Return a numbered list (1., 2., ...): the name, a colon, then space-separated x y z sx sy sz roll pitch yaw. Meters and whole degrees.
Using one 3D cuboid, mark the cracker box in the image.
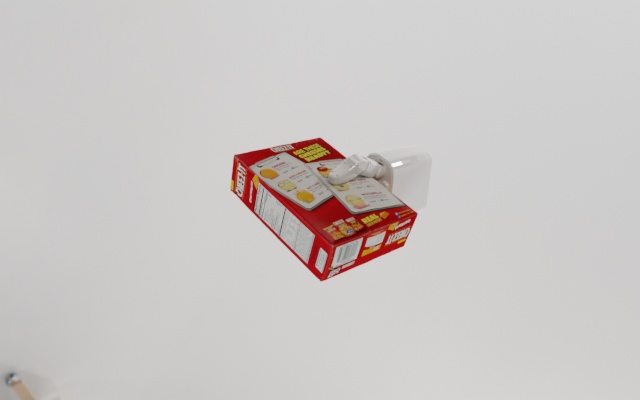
1. cracker box: 0.000 0.002 0.668 0.164 0.072 0.213 -17 45 -39
